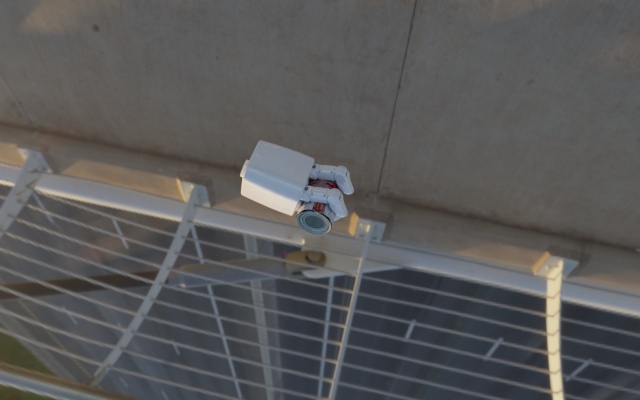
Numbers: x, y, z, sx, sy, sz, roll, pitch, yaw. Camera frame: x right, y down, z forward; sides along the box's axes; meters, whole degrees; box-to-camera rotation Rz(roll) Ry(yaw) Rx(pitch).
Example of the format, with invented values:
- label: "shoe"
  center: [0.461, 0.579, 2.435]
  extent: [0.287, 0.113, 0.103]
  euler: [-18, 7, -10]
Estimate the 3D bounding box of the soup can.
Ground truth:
- label: "soup can"
  center: [0.000, 0.003, 0.869]
  extent: [0.068, 0.102, 0.069]
  euler: [11, -39, 9]
